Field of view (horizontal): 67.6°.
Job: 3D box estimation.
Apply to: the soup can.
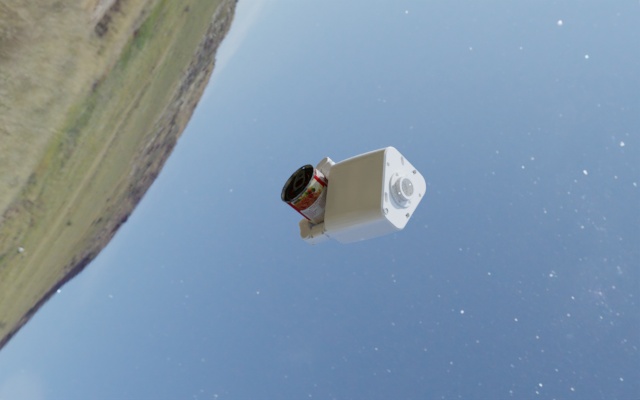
[{"bbox_3d":[0.000,0.003,0.720,0.102,0.068,0.068,40,-21,-28],"label":"soup can"}]
